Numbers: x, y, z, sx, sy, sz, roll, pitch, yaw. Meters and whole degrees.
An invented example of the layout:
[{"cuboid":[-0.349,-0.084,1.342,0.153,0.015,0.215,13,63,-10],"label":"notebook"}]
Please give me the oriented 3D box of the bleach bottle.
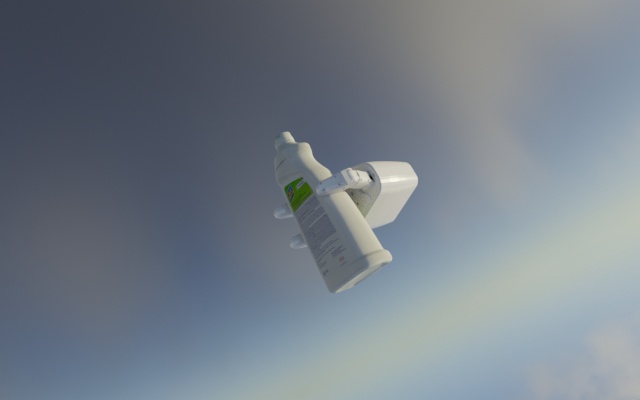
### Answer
[{"cuboid":[0.000,0.002,0.698,0.068,0.250,0.103,-7,-27,-46],"label":"bleach bottle"}]
